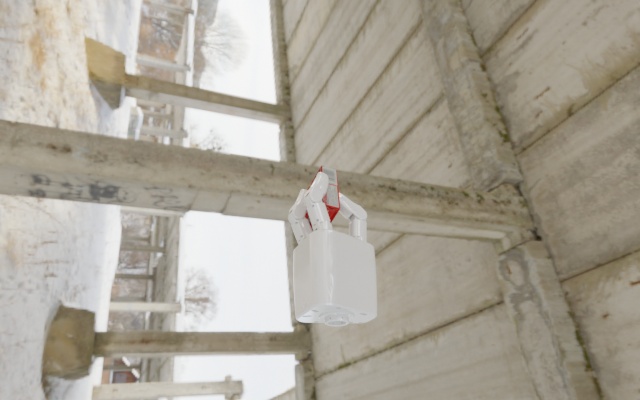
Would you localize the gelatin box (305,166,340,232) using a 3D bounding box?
[{"bbox_3d":[0.001,0.002,0.743,0.030,0.089,0.073,15,-46,-18],"label":"gelatin box"}]
